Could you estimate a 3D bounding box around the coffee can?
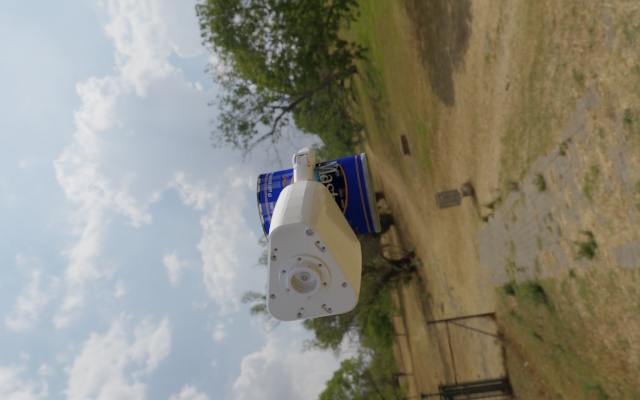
[{"bbox_3d":[0.000,0.002,0.618,0.140,0.103,0.103,-11,-2,8],"label":"coffee can"}]
